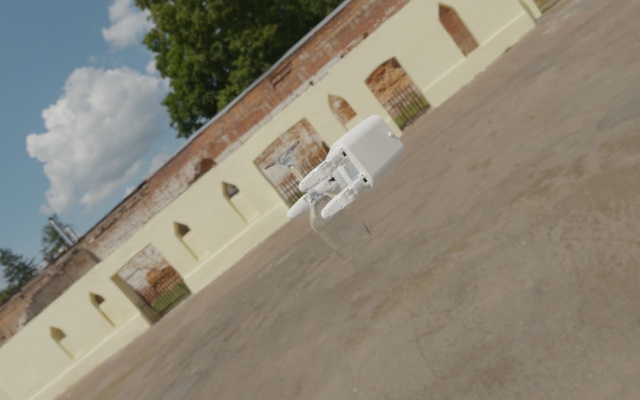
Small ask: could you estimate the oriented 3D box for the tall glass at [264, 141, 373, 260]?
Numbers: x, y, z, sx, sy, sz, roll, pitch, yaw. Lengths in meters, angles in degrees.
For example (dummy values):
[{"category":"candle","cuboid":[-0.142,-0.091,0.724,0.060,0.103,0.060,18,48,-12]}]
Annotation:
[{"category":"tall glass","cuboid":[0.000,0.002,0.785,0.079,0.201,0.079,-39,5,4]}]
